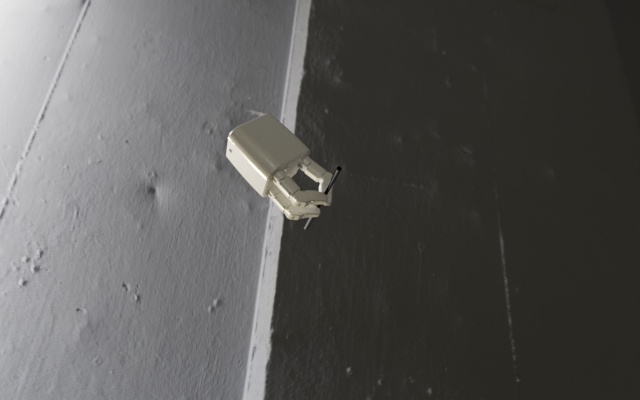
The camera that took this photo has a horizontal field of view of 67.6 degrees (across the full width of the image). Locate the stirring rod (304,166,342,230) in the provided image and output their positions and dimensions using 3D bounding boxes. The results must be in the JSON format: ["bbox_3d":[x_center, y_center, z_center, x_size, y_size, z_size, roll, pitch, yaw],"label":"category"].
[{"bbox_3d":[0.000,0.003,0.835,0.011,0.011,0.240,0,-25,-15],"label":"stirring rod"}]
